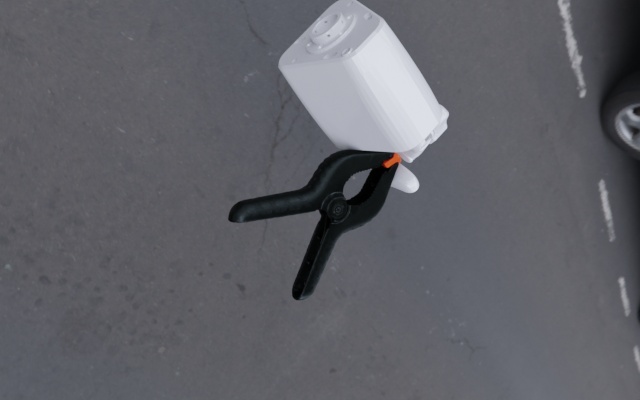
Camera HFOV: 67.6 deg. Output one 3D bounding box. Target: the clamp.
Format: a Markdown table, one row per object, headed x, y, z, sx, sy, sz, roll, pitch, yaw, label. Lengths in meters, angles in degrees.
| x | y | z | sx | sy | sz | roll | pitch | yaw | label |
| --- | --- | --- | --- | --- | --- | --- | --- | --- | --- |
| 0.001 | 0.002 | 0.453 | 0.120 | 0.171 | 0.039 | 47 | -9 | -34 | clamp |
